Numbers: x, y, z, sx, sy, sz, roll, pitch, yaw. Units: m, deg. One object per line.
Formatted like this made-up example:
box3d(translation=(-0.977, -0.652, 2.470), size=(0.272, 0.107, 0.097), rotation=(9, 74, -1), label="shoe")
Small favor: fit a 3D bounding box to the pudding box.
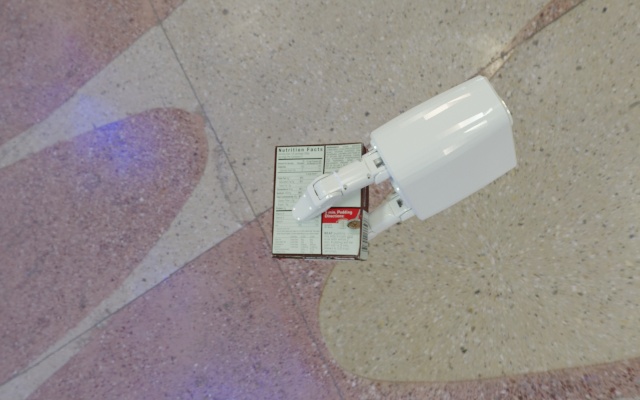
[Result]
box3d(translation=(0.000, 0.001, 0.465), size=(0.090, 0.113, 0.039), rotation=(0, -11, 15), label="pudding box")
